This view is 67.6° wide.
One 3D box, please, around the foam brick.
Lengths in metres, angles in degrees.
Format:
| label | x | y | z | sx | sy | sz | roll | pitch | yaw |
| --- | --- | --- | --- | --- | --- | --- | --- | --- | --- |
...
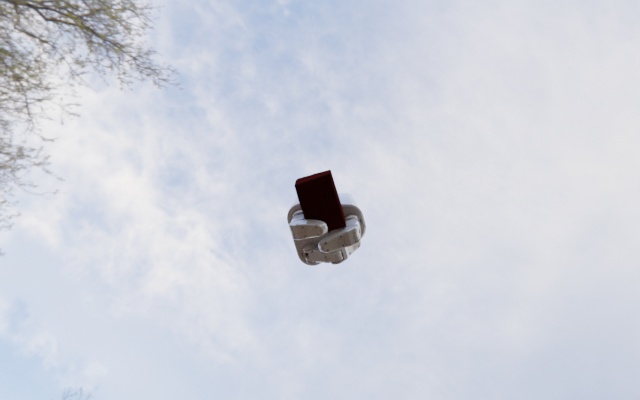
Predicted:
| label | x | y | z | sx | sy | sz | roll | pitch | yaw |
| --- | --- | --- | --- | --- | --- | --- | --- | --- | --- |
| foam brick | 0.000 | 0.002 | 0.666 | 0.053 | 0.078 | 0.051 | -16 | 13 | 4 |
